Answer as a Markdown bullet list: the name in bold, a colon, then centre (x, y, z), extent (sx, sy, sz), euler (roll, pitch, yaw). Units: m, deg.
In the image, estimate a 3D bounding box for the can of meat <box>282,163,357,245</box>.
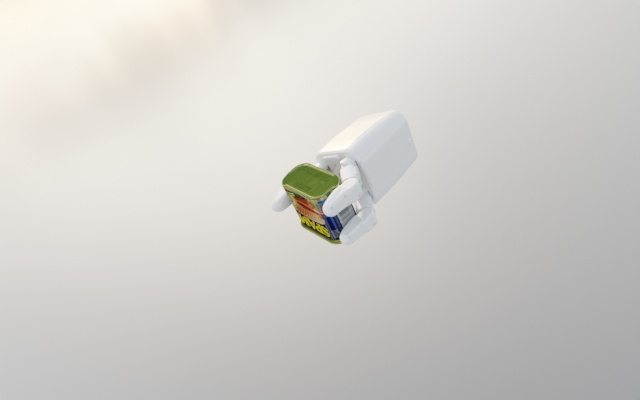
- **can of meat**: centre (0.000, 0.002, 0.662), extent (0.057, 0.084, 0.102), euler (-41, 38, -20)
